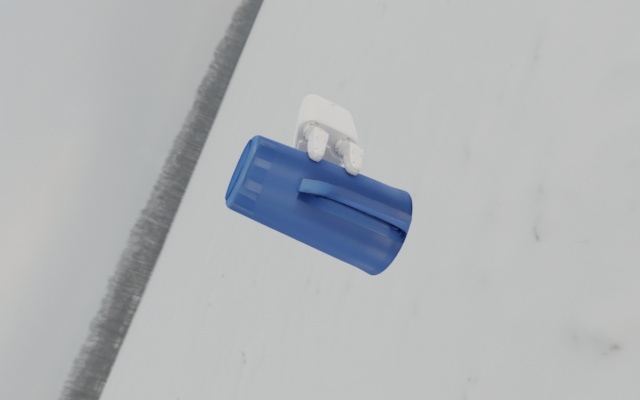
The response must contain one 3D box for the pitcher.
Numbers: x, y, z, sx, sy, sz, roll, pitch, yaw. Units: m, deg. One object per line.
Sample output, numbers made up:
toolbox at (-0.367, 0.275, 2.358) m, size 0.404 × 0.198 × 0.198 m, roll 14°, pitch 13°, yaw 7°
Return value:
pitcher at (0.000, 0.002, 0.662) m, size 0.243 × 0.149 × 0.145 m, roll 23°, pitch 34°, yaw -15°
